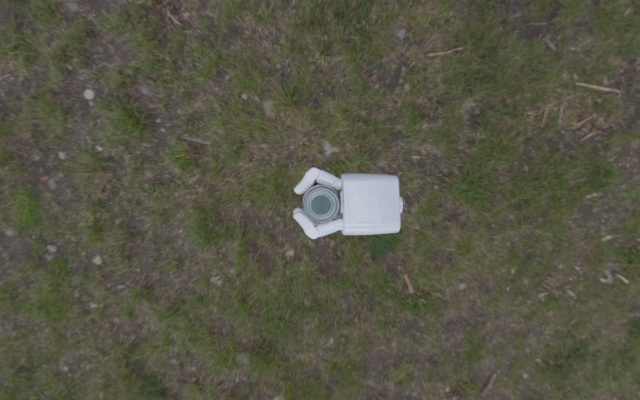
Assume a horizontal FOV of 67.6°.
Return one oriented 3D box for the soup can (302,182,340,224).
[{"bbox_3d":[0.000,0.003,0.897,0.068,0.068,0.102,0,7,-2],"label":"soup can"}]
